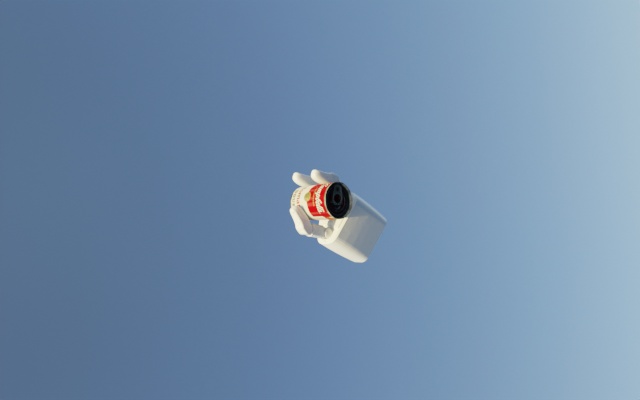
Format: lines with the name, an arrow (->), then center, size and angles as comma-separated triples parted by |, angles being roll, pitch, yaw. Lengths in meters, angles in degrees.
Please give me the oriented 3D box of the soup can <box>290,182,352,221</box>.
soup can -> 0.000, 0.003, 0.892 | 0.068, 0.068, 0.102 | 0, -4, -41
